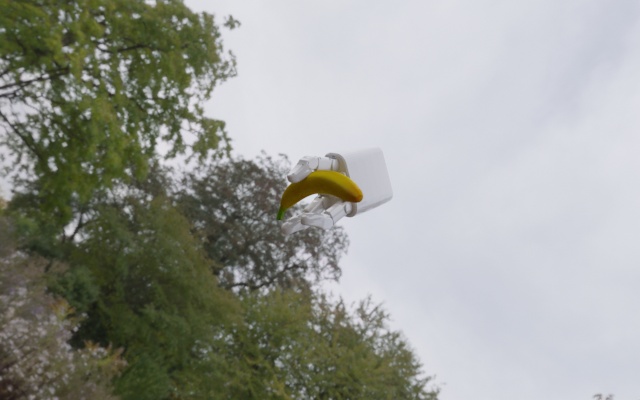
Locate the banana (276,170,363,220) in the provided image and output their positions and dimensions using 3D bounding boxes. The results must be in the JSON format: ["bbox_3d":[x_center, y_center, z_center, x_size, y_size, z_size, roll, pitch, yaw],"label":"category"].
[{"bbox_3d":[-0.004,-0.015,0.772,0.037,0.069,0.198,0,-10,-42],"label":"banana"}]
